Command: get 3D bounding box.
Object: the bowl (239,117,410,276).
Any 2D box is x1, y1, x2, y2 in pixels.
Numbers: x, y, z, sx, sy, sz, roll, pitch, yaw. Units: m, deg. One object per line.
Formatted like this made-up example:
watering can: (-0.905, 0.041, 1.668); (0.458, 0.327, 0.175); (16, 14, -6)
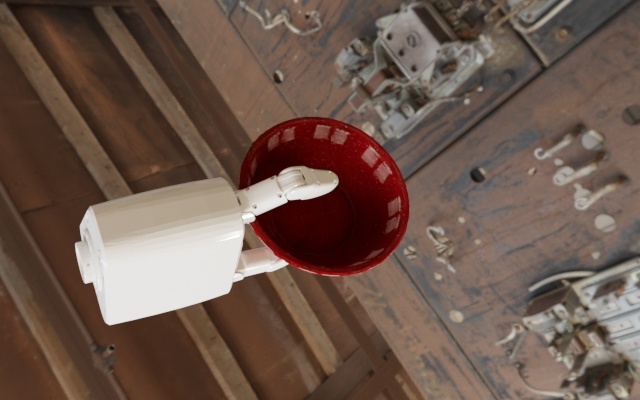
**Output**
bowl: (0.001, 0.002, 0.457); (0.162, 0.162, 0.055); (0, -25, -17)
